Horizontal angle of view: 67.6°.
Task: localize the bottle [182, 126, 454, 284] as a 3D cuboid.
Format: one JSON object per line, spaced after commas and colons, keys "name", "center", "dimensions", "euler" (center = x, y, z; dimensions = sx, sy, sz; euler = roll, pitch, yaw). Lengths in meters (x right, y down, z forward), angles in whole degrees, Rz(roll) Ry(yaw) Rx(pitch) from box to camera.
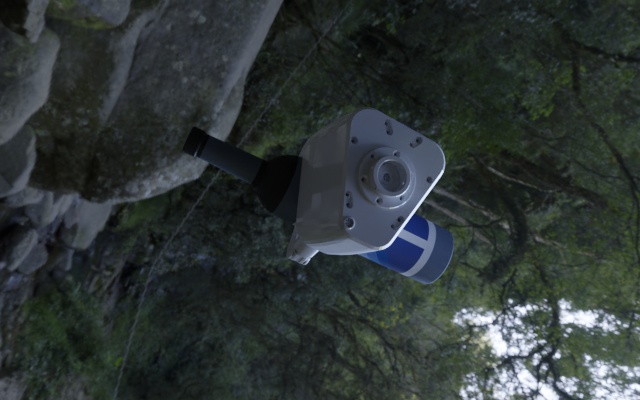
{"name": "bottle", "center": [0.000, 0.002, 0.499], "dimensions": [0.296, 0.069, 0.069], "euler": [26, -7, -15]}
